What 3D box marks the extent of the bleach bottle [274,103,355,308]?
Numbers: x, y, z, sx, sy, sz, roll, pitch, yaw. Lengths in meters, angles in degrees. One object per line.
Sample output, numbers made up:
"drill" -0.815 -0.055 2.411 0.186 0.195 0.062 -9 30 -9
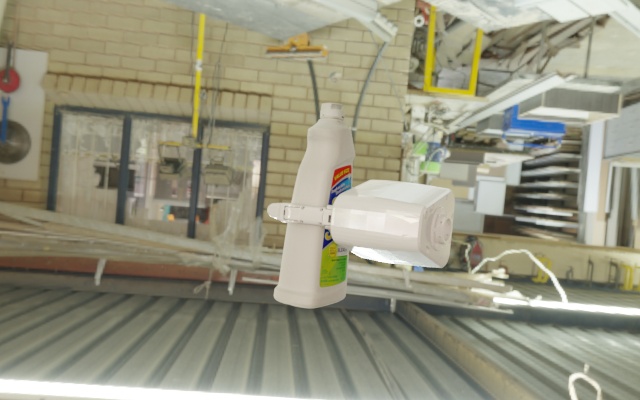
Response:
"bleach bottle" 0.000 0.002 0.607 0.068 0.251 0.102 6 2 33
